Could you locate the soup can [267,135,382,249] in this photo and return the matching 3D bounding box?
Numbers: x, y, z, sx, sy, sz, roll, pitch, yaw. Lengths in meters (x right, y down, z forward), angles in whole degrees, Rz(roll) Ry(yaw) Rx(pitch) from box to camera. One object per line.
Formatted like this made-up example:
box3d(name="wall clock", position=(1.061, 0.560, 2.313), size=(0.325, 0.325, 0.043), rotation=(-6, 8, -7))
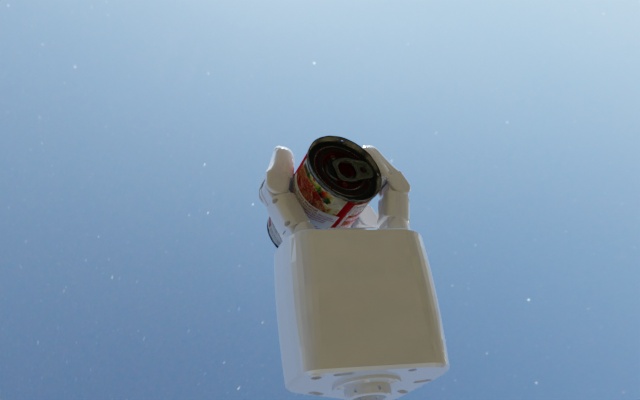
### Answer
box3d(name="soup can", position=(0.000, 0.001, 0.424), size=(0.068, 0.068, 0.102), rotation=(0, -35, -30))
